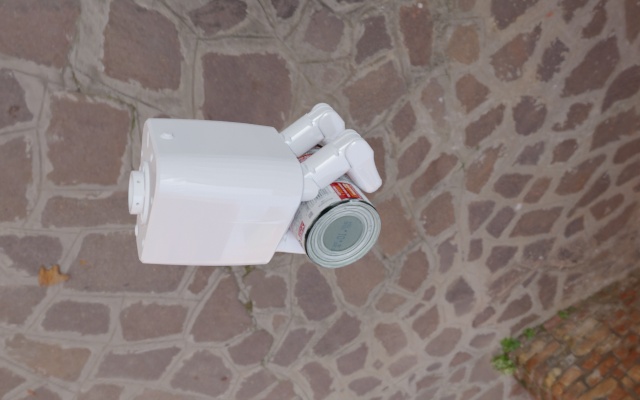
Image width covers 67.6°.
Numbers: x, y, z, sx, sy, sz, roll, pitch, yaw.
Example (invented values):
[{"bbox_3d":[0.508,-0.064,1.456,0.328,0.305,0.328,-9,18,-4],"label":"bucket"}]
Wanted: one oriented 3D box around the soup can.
[{"bbox_3d":[0.001,0.002,0.415,0.068,0.068,0.102,0,32,-26],"label":"soup can"}]
